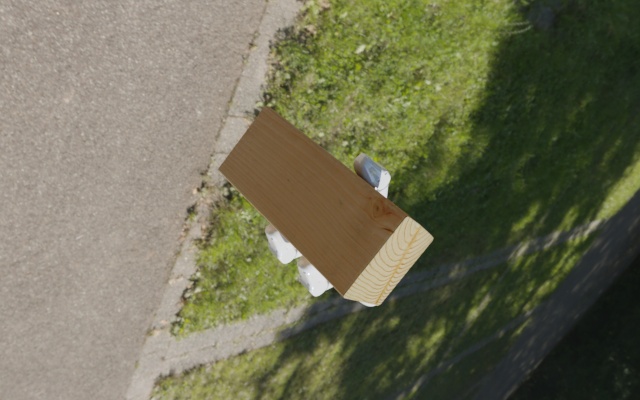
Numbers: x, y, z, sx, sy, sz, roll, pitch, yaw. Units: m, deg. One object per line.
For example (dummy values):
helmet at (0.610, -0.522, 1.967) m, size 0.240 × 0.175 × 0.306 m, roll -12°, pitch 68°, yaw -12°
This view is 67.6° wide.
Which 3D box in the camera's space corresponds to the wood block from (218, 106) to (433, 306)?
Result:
wood block at (0.001, 0.002, 0.492) m, size 0.206 × 0.091 × 0.090 m, roll 41°, pitch 5°, yaw 32°
